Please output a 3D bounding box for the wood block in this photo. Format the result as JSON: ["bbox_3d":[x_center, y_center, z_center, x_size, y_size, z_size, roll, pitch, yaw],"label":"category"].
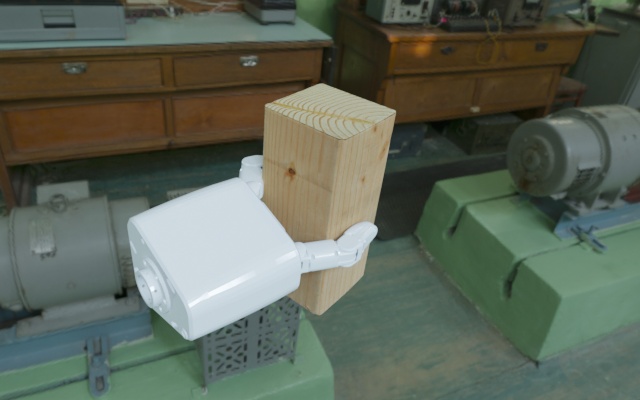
[{"bbox_3d":[0.000,0.002,0.488,0.091,0.206,0.090,27,39,27],"label":"wood block"}]
